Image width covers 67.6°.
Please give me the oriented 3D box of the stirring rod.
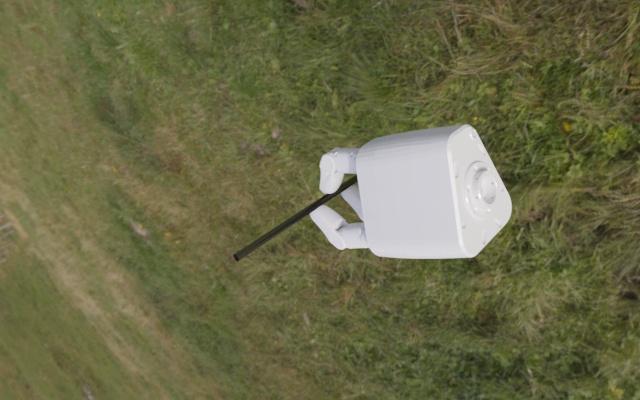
[{"bbox_3d":[0.000,0.002,0.529,0.239,0.011,0.011,-33,21,-36],"label":"stirring rod"}]
